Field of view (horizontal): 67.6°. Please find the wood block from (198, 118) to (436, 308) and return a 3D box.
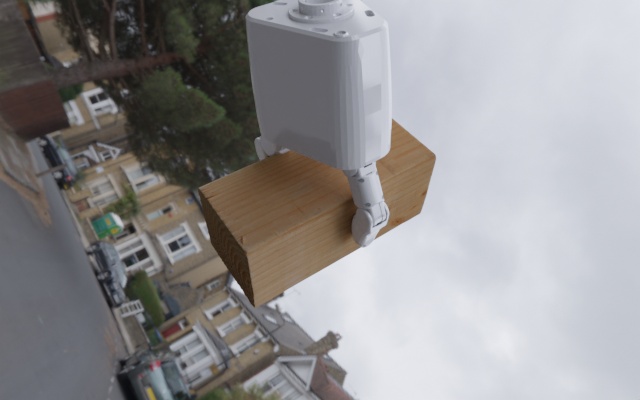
[{"bbox_3d":[0.000,0.001,0.466,0.206,0.090,0.090,-27,55,-23],"label":"wood block"}]
